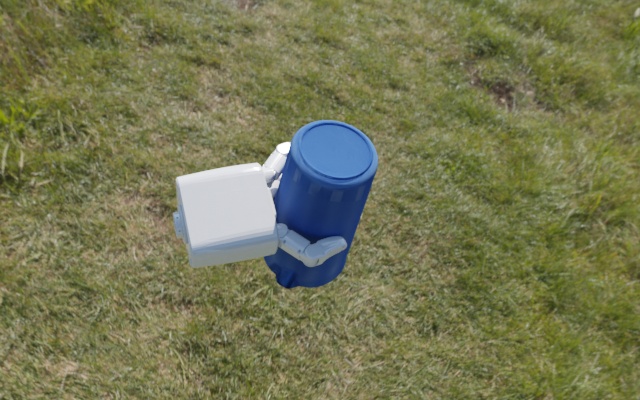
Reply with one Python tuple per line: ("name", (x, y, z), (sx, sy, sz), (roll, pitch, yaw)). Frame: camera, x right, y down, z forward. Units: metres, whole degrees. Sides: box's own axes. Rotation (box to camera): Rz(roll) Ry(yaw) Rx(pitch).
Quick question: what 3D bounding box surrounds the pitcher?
("pitcher", (0.000, 0.002, 0.661), (0.145, 0.149, 0.243), (-10, -33, -20))
